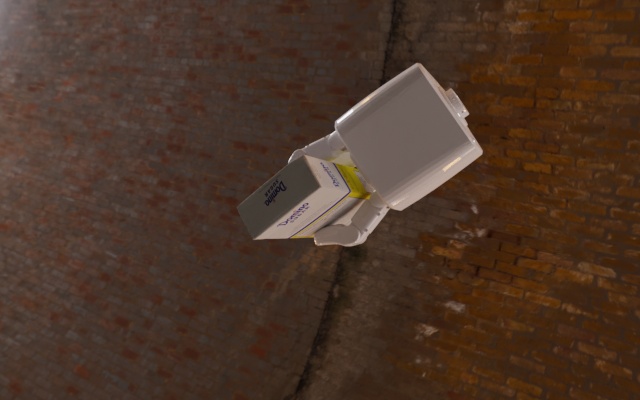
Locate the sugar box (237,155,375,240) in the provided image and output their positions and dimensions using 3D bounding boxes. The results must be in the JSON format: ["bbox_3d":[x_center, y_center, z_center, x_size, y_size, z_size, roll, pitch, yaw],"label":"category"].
[{"bbox_3d":[0.000,0.001,0.525,0.093,0.048,0.176,-37,-22,21],"label":"sugar box"}]
